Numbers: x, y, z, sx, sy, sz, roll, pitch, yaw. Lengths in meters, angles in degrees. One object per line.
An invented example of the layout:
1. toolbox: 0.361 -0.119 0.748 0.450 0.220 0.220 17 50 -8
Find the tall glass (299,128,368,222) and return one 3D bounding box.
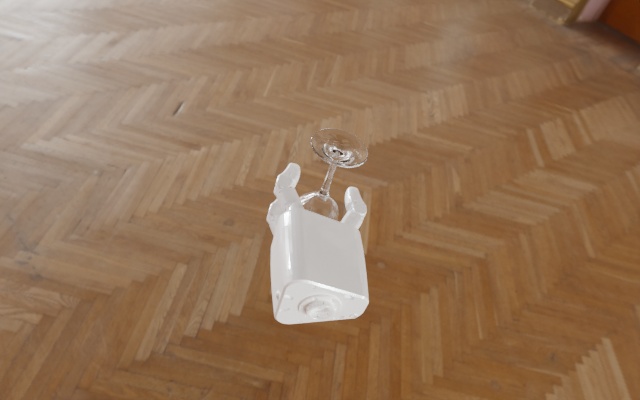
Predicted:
1. tall glass: 0.000 0.002 0.662 0.079 0.079 0.201 0 -44 -19
